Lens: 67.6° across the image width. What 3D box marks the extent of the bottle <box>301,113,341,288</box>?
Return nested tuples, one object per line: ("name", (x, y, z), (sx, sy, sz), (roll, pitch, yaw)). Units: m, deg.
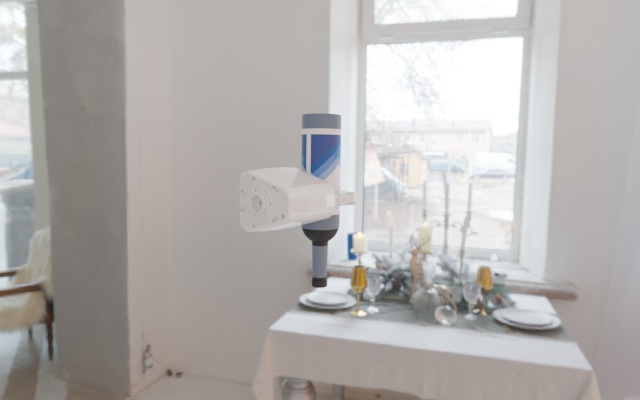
("bottle", (0.000, 0.002, 0.817), (0.069, 0.296, 0.069), (1, 6, 0))
